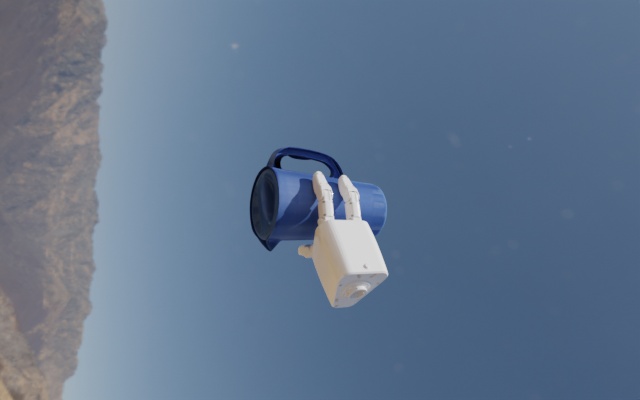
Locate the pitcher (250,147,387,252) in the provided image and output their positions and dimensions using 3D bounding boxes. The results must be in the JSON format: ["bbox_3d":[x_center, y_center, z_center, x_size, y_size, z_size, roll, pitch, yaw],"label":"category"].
[{"bbox_3d":[0.000,0.003,0.892,0.243,0.145,0.149,4,-45,-29],"label":"pitcher"}]
